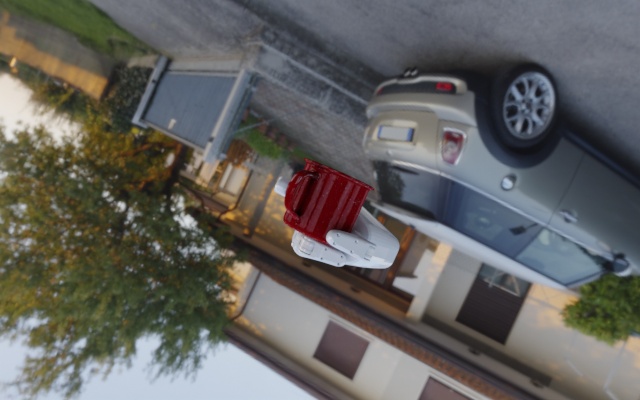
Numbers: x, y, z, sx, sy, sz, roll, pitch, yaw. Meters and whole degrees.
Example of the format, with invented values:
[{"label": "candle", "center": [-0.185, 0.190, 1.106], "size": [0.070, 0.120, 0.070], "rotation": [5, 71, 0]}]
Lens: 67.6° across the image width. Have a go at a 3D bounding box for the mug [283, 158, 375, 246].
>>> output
[{"label": "mug", "center": [-0.001, 0.002, 0.563], "size": [0.093, 0.081, 0.117], "rotation": [25, 2, 35]}]
